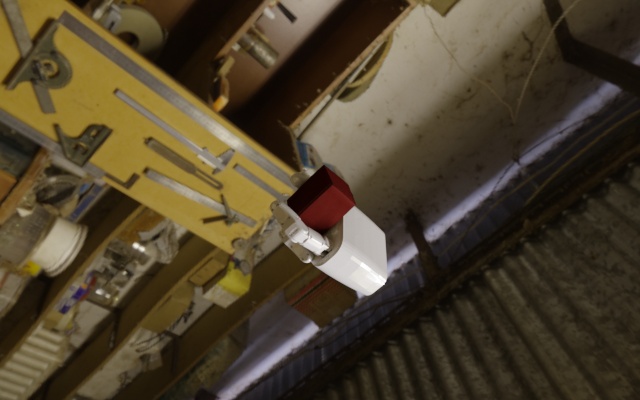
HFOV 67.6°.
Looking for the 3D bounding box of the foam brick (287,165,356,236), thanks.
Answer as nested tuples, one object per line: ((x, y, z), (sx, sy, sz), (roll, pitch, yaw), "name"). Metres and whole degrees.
((0.000, 0.002, 0.646), (0.051, 0.078, 0.053), (37, 20, -29), "foam brick")
